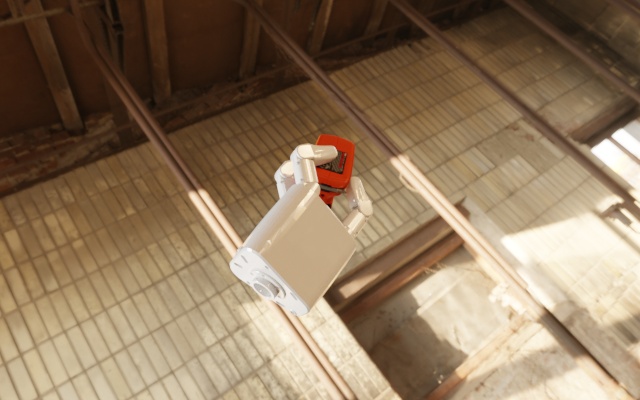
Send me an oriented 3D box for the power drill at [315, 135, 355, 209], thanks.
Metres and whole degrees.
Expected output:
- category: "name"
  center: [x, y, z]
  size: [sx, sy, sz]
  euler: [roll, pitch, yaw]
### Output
- category: "power drill"
  center: [0.000, 0.002, 0.693]
  size: [0.057, 0.188, 0.184]
  euler: [13, 39, -2]
